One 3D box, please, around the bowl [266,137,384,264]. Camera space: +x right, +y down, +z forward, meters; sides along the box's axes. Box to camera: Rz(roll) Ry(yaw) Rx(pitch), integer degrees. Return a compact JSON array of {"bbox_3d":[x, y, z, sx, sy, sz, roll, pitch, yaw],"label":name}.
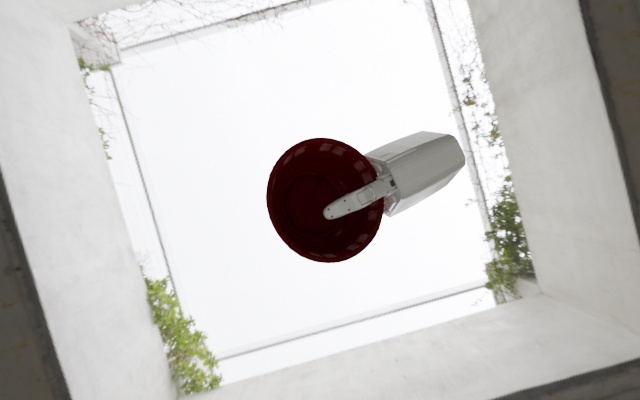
[{"bbox_3d":[-0.001,0.002,0.626,0.162,0.162,0.055,0,-8,-22],"label":"bowl"}]
